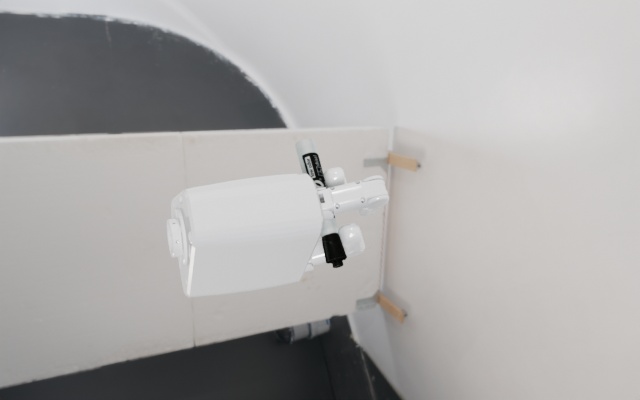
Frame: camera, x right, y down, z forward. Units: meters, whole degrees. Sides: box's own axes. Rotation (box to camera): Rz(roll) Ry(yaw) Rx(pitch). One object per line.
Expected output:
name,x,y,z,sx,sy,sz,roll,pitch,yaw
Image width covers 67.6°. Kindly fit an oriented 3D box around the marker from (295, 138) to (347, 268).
marker,0.000,0.001,0.425,0.020,0.121,0.020,-14,-19,-5
